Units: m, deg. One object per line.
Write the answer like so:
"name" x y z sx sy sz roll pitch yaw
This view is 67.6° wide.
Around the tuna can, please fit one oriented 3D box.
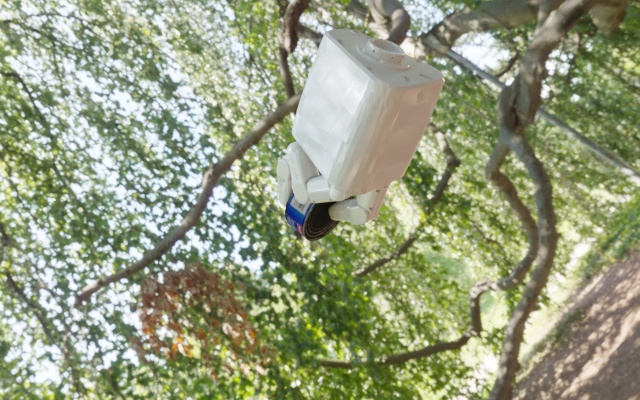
"tuna can" 0.000 0.002 0.541 0.033 0.086 0.086 36 17 25
